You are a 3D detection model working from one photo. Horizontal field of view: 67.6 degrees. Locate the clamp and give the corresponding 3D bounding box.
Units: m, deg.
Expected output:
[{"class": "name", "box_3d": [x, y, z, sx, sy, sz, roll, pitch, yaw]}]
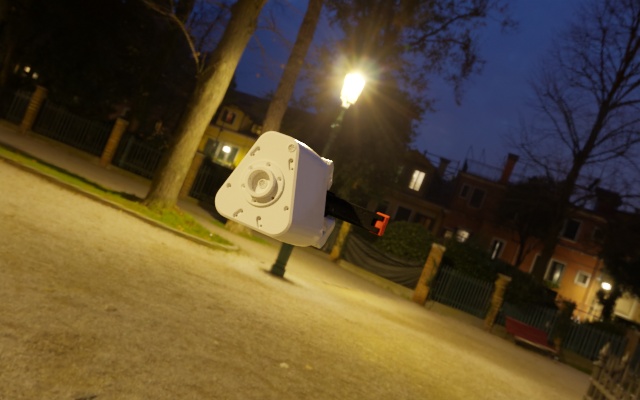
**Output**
[{"class": "clamp", "box_3d": [0.001, 0.002, 0.690, 0.210, 0.036, 0.164, 21, -2, 18]}]
